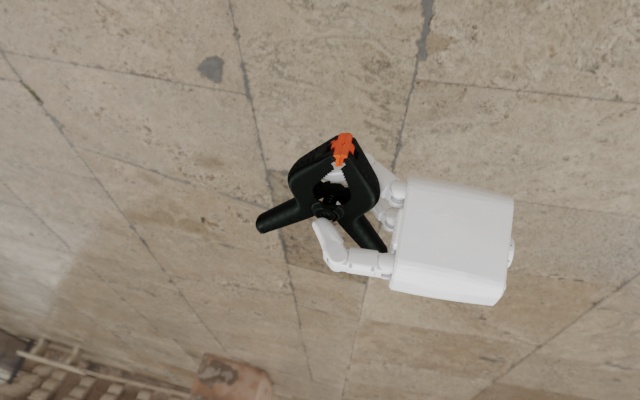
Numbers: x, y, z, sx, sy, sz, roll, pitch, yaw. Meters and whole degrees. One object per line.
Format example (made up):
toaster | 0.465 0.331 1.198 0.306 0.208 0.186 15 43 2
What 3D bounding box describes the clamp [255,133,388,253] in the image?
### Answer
clamp | 0.000 0.002 0.512 0.164 0.036 0.210 10 -31 7
